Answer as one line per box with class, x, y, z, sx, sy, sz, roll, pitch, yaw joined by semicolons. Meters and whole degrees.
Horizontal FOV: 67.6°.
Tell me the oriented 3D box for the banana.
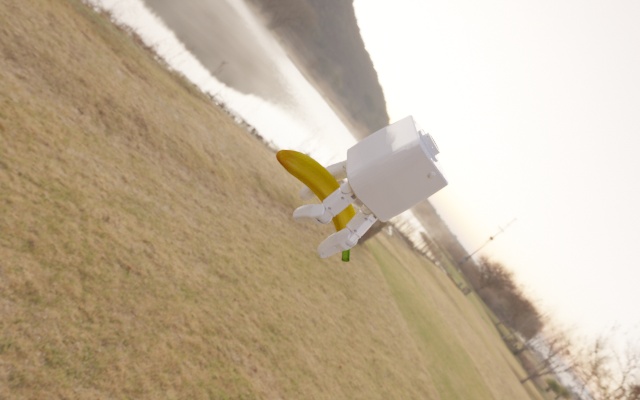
banana;0.007;-0.006;0.687;0.037;0.198;0.069;-20;26;30
